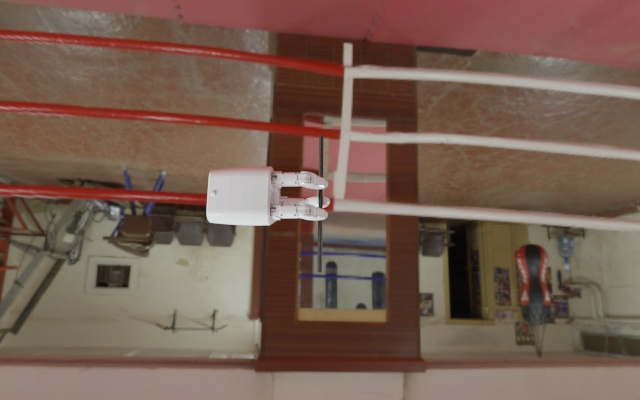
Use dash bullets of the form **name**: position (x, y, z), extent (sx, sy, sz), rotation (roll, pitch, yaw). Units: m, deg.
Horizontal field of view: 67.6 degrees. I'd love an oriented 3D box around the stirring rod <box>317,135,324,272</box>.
- **stirring rod**: position (0.000, 0.003, 0.825), extent (0.011, 0.239, 0.011), rotation (1, -12, 0)
